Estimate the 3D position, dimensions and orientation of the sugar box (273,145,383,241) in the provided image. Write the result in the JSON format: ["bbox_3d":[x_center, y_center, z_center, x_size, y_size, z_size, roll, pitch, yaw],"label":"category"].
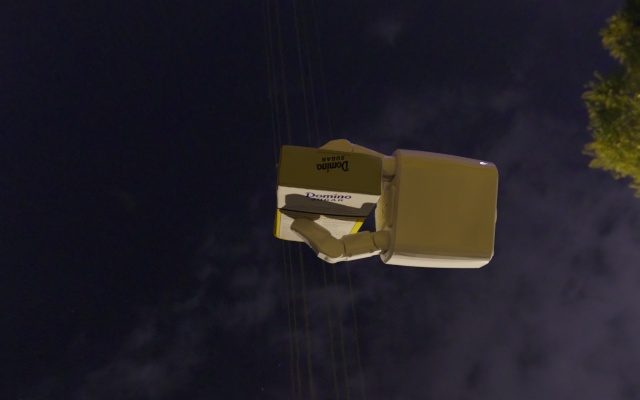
[{"bbox_3d":[0.000,0.001,0.495,0.093,0.048,0.176,6,-22,-5],"label":"sugar box"}]
